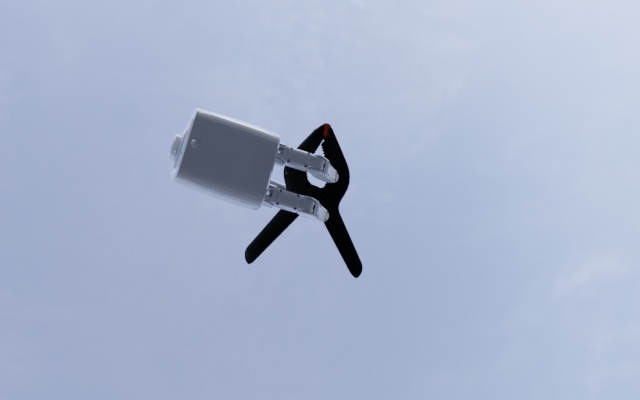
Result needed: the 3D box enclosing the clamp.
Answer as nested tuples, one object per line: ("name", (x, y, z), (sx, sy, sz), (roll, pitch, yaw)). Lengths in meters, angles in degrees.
("clamp", (0.000, 0.002, 0.651), (0.164, 0.210, 0.036), (18, -11, -20))
